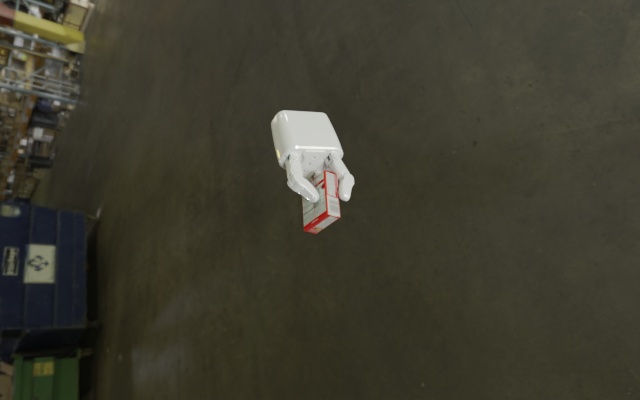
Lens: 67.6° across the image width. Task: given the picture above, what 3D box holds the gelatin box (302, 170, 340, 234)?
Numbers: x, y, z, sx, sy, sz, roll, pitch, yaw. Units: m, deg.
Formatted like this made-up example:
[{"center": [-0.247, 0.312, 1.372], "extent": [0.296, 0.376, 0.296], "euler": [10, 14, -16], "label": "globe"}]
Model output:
[{"center": [0.000, 0.003, 0.826], "extent": [0.030, 0.089, 0.073], "euler": [16, -35, -31], "label": "gelatin box"}]
